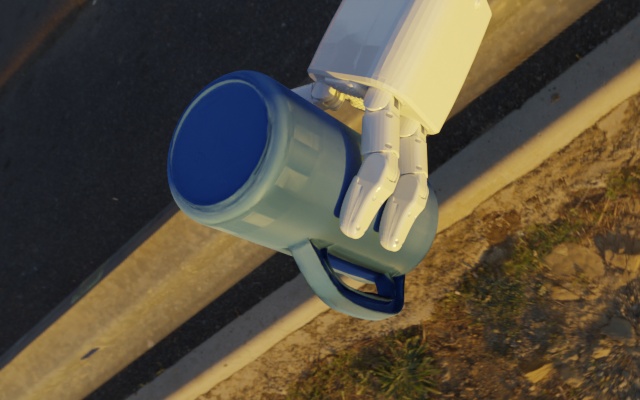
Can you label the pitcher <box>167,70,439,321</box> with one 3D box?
[{"bbox_3d":[0.000,0.001,0.400,0.149,0.145,0.243,29,3,36],"label":"pitcher"}]
